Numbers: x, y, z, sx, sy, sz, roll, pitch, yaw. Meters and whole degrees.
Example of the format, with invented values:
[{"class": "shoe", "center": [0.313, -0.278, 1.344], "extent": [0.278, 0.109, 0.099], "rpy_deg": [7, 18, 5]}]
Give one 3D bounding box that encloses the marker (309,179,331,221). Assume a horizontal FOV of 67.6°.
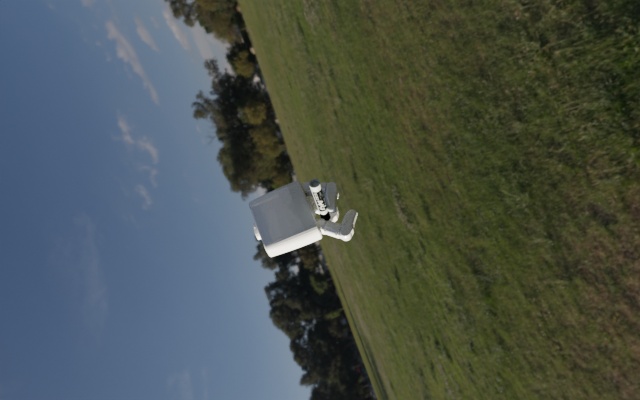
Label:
[{"class": "marker", "center": [0.000, 0.003, 0.845], "extent": [0.020, 0.020, 0.121], "rpy_deg": [0, -32, 12]}]
